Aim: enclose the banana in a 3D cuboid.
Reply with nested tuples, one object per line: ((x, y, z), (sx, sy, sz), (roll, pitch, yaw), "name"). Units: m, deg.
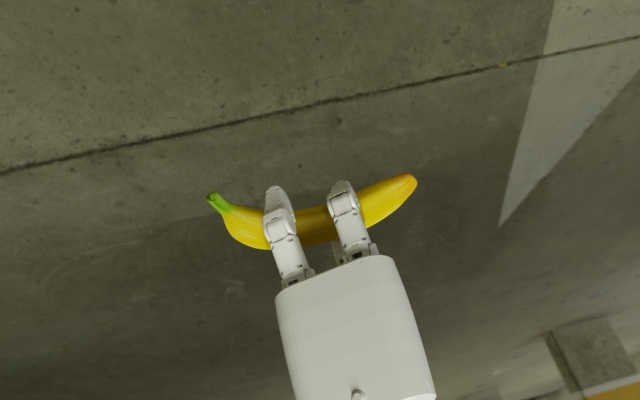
((-0.004, 0.014, 0.460), (0.198, 0.037, 0.070), (-7, -41, -9), "banana")
